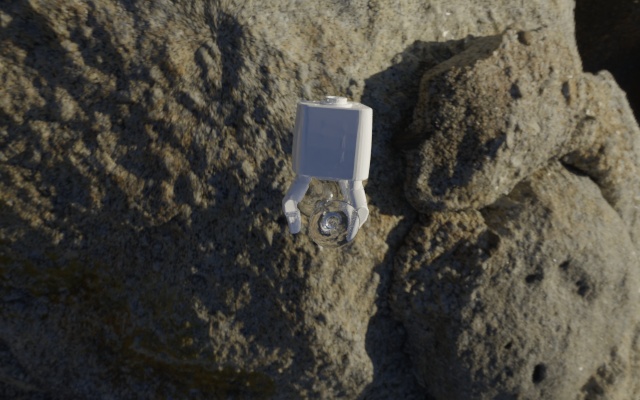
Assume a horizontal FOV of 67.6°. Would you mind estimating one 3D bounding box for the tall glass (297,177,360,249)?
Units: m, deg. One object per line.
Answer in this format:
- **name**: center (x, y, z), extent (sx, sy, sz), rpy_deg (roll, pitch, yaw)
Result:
- **tall glass**: center (0.000, 0.003, 0.765), extent (0.079, 0.079, 0.201), rpy_deg (0, 18, -12)
